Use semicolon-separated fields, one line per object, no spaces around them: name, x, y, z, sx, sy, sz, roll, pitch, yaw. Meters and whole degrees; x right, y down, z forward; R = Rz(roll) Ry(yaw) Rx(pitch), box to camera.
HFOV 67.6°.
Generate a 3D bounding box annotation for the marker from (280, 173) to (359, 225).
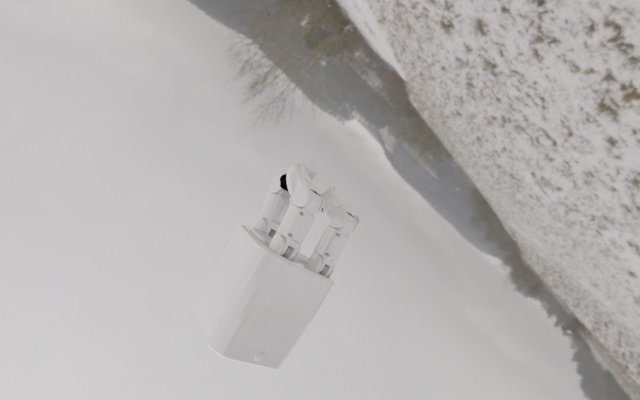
marker;0.000;0.002;0.521;0.020;0.020;0.121;0;-24;43
